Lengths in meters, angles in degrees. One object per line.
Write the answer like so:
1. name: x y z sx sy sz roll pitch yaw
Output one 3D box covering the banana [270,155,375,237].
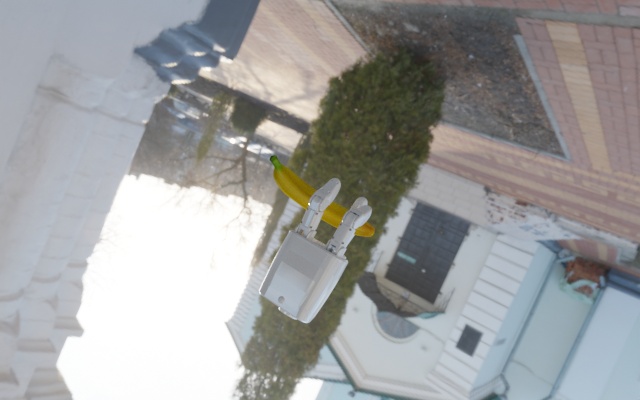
1. banana: -0.004 0.003 0.758 0.198 0.037 0.069 35 -9 2
